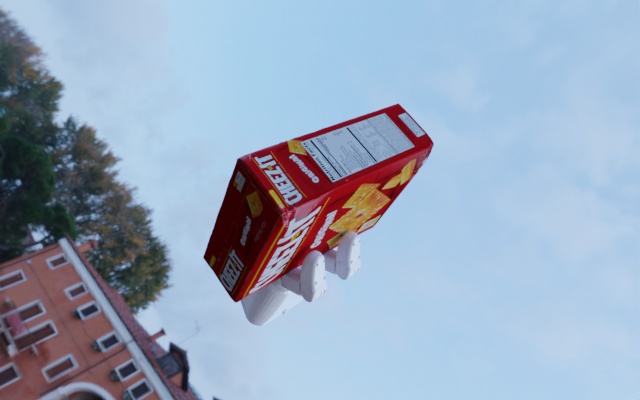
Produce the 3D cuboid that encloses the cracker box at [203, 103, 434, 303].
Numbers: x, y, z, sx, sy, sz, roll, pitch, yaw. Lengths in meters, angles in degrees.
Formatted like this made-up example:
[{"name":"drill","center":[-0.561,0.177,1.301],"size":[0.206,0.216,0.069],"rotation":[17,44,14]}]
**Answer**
[{"name":"cracker box","center":[0.000,0.001,0.496],"size":[0.213,0.072,0.164],"rotation":[-25,-23,-38]}]
